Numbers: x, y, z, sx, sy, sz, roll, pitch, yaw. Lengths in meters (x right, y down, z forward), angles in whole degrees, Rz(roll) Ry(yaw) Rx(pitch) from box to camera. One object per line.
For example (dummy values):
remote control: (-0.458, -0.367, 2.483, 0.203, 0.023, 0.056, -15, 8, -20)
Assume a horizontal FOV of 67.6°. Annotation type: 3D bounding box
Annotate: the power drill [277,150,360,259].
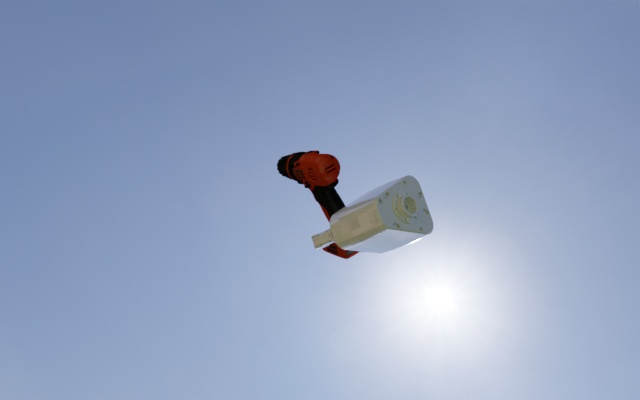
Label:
power drill: (0.000, 0.003, 0.822, 0.057, 0.188, 0.184, -33, 18, -19)
